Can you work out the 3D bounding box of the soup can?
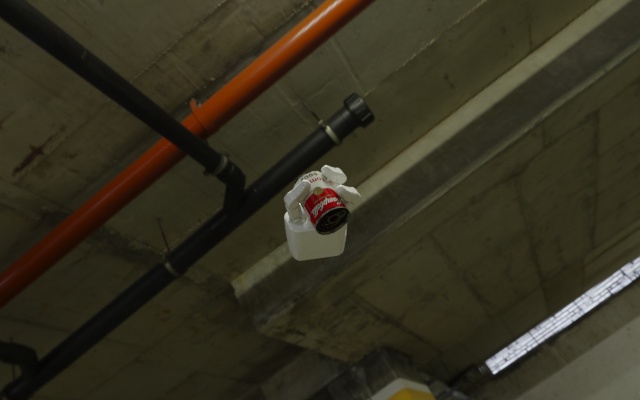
[{"bbox_3d":[0.000,0.002,0.864,0.068,0.068,0.102,0,43,-37],"label":"soup can"}]
